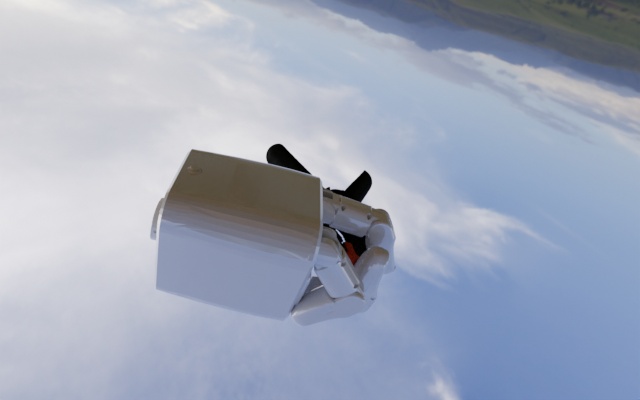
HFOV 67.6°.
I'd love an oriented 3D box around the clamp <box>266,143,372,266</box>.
[{"bbox_3d":[0.000,0.002,0.454,0.120,0.039,0.171,15,29,-9],"label":"clamp"}]
